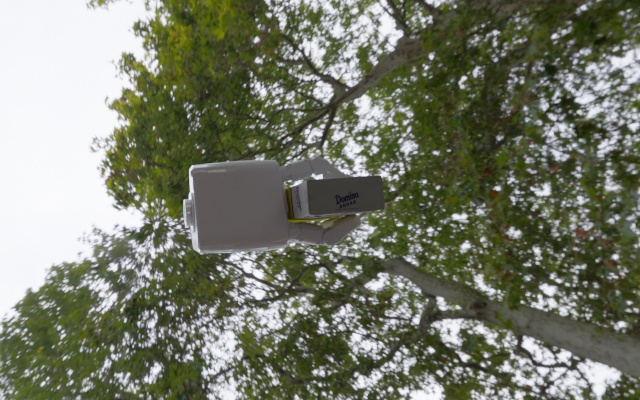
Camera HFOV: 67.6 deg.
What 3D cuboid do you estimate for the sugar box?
[{"bbox_3d":[0.000,0.003,0.603,0.093,0.048,0.176,-4,-1,-19],"label":"sugar box"}]
